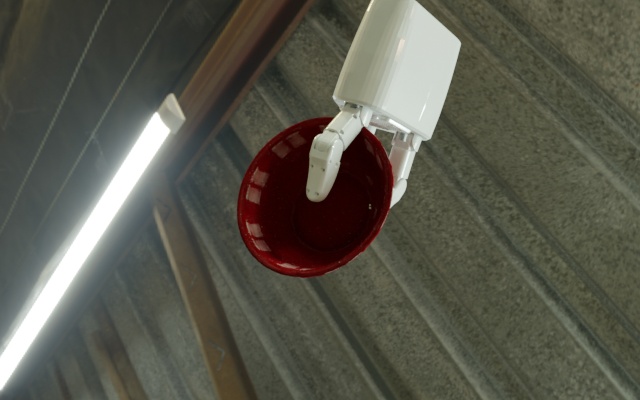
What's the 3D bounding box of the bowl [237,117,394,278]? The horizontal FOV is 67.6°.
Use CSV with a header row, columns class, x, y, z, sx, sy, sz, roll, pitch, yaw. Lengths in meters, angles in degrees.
class,x,y,z,sx,sy,sz,roll,pitch,yaw
bowl,-0.001,0.003,0.471,0.162,0.162,0.055,0,-20,25
